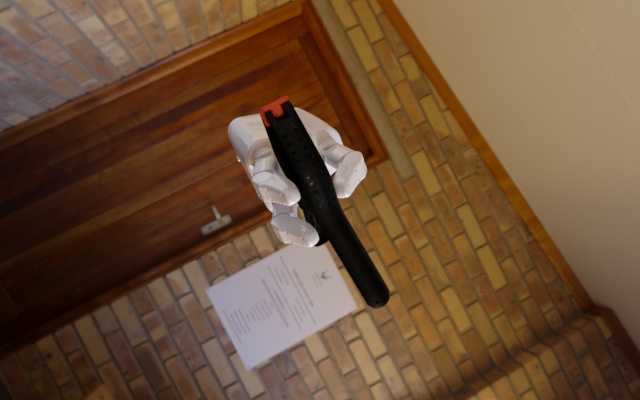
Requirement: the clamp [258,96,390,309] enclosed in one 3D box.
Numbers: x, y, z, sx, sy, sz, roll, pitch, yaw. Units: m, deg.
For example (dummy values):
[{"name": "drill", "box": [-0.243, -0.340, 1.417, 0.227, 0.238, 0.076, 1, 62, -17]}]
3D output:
[{"name": "clamp", "box": [0.000, 0.001, 0.468, 0.036, 0.210, 0.164, -30, 34, -12]}]
